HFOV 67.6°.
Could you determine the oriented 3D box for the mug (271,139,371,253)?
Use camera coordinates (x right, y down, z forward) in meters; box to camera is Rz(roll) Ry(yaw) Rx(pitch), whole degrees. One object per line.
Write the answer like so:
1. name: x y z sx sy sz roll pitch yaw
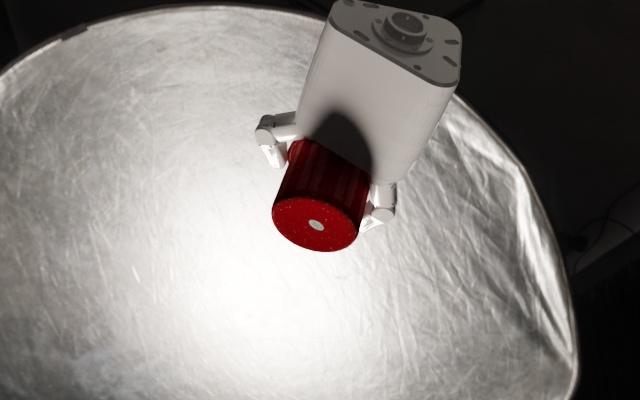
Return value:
1. mug: 0.000 0.003 0.457 0.093 0.081 0.117 19 -40 -1
